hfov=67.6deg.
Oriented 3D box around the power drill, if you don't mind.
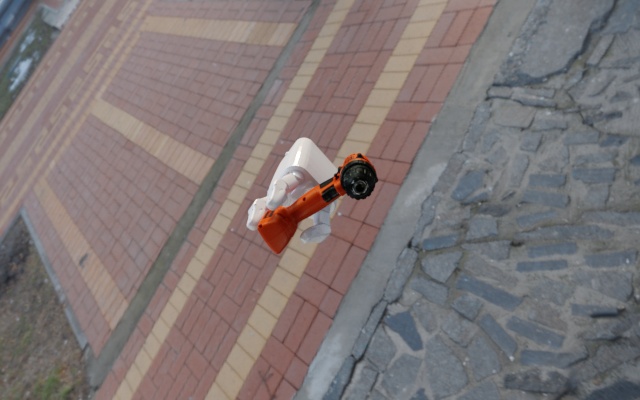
[{"bbox_3d":[0.000,0.002,0.700,0.187,0.057,0.184,-33,7,10],"label":"power drill"}]
